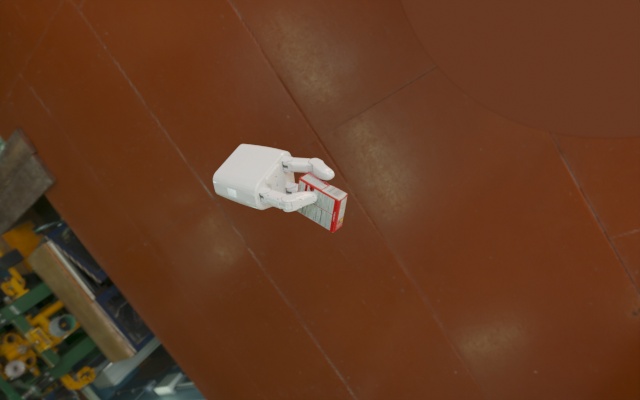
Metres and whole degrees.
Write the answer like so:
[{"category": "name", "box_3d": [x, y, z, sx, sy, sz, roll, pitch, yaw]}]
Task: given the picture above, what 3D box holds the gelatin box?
[{"category": "gelatin box", "box_3d": [0.000, 0.003, 0.825, 0.089, 0.073, 0.030, 30, 43, 25]}]
